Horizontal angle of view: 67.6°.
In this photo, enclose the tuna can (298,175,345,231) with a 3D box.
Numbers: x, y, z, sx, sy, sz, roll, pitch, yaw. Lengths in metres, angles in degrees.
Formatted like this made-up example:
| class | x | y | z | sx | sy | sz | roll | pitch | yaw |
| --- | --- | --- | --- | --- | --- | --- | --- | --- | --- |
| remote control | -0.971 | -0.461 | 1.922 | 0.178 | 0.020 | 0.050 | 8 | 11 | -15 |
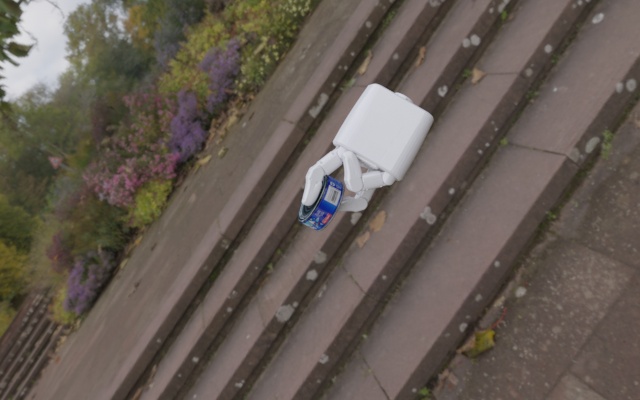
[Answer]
| class | x | y | z | sx | sy | sz | roll | pitch | yaw |
| --- | --- | --- | --- | --- | --- | --- | --- | --- | --- |
| tuna can | 0.000 | 0.002 | 0.741 | 0.034 | 0.086 | 0.086 | 28 | -9 | -18 |
